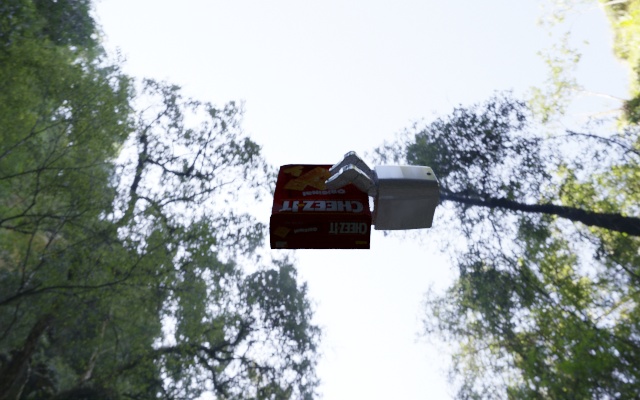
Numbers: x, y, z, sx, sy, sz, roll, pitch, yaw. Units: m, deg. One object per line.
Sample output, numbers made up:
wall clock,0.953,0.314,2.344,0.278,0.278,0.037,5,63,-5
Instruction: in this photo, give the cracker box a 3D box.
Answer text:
cracker box,0.000,0.003,0.844,0.164,0.072,0.213,0,27,0
